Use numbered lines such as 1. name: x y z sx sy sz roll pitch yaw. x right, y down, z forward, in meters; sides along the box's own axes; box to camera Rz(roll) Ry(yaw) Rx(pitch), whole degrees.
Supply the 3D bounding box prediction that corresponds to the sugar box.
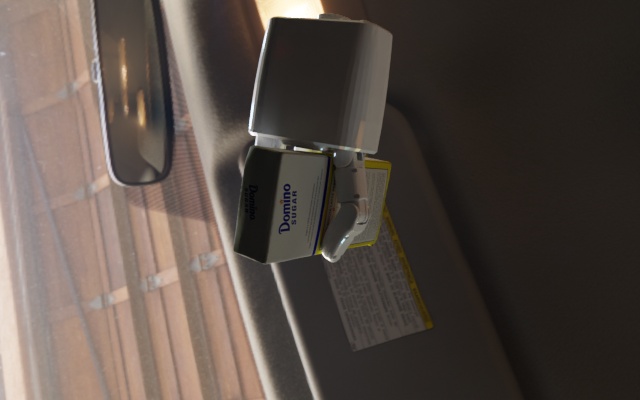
1. sugar box: 0.000 0.001 0.449 0.048 0.093 0.176 16 9 38
